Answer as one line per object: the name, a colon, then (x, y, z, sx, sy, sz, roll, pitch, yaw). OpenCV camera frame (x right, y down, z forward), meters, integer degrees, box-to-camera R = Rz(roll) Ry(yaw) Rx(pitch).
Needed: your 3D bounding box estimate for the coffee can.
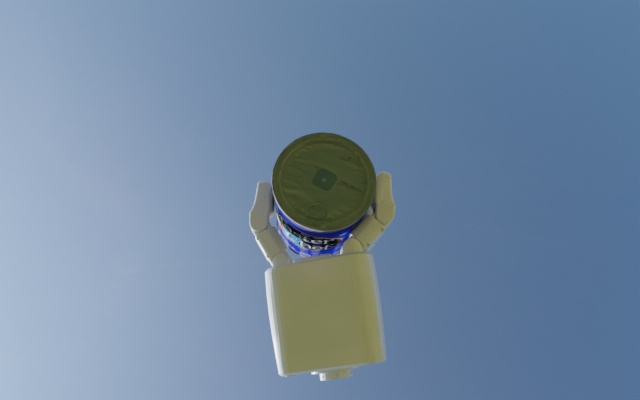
coffee can: (0.000, 0.002, 0.529, 0.103, 0.102, 0.140, 0, -19, -3)
